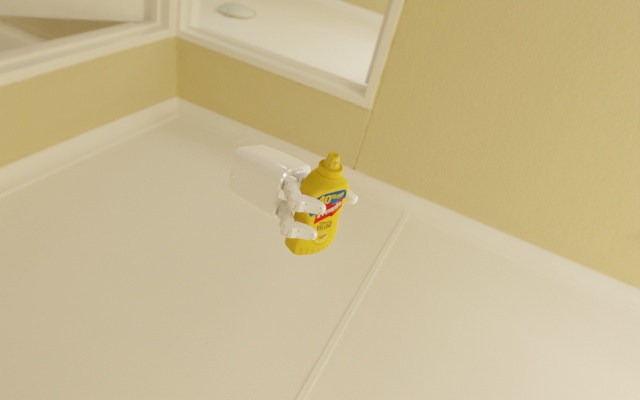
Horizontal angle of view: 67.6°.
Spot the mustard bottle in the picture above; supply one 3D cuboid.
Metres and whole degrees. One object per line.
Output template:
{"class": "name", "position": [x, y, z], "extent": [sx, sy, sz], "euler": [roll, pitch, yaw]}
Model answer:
{"class": "mustard bottle", "position": [0.000, 0.003, 0.812], "extent": [0.096, 0.192, 0.058], "euler": [-14, 44, -36]}
